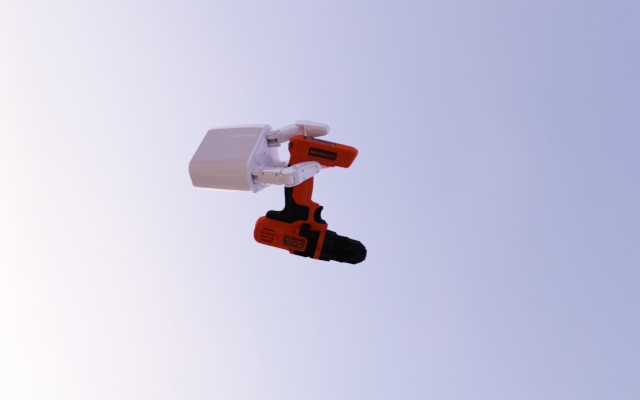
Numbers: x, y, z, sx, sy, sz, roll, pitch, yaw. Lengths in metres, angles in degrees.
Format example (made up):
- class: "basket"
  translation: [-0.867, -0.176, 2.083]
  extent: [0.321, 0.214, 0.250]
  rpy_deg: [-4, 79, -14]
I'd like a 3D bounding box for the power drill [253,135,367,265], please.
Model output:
- class: "power drill"
  translation: [0.000, 0.002, 0.743]
  extent: [0.184, 0.188, 0.057]
  rpy_deg: [13, 13, -4]
